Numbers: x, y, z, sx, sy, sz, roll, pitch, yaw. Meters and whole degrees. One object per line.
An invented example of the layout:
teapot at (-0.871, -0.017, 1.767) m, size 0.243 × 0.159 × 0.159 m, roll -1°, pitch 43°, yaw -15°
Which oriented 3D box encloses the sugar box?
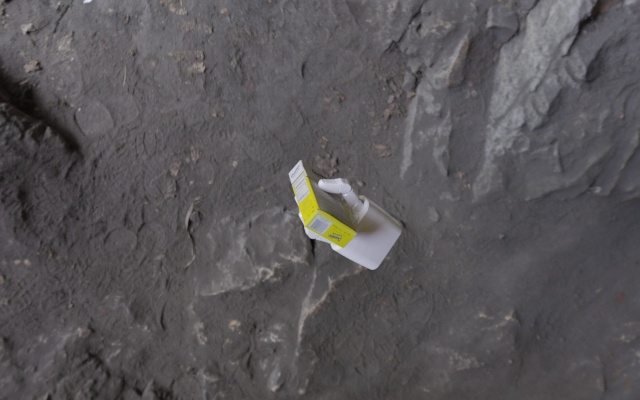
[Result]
sugar box at (0.000, 0.003, 0.876) m, size 0.093 × 0.048 × 0.176 m, roll 33°, pitch 18°, yaw -29°
